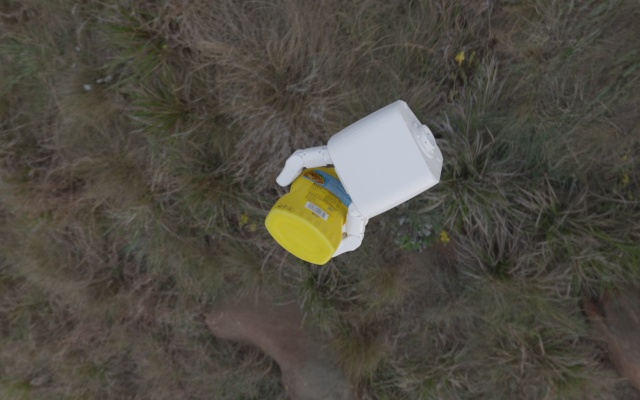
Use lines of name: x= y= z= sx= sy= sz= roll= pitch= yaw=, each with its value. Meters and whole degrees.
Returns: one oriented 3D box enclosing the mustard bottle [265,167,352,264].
mustard bottle: x=0.000 y=0.002 z=0.664 sx=0.096 sy=0.058 sz=0.191 roll=34 pitch=33 yaw=-2
